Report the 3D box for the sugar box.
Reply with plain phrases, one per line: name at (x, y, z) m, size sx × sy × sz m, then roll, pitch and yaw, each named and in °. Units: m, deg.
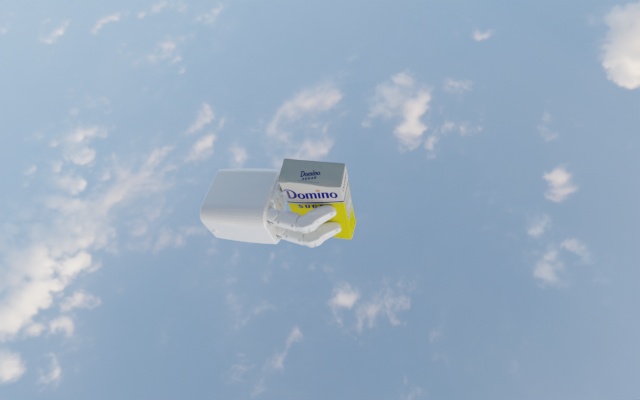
sugar box at (0.000, 0.003, 0.737) m, size 0.093 × 0.048 × 0.176 m, roll 6°, pitch -25°, yaw 13°
